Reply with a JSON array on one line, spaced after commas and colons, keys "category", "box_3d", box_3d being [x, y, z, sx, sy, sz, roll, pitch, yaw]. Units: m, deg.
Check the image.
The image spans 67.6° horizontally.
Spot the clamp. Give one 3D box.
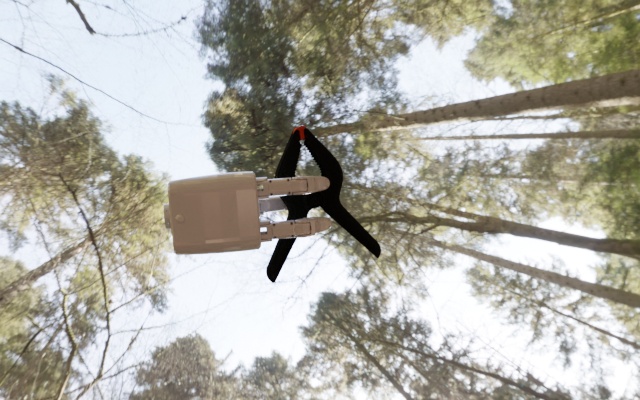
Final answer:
[{"category": "clamp", "box_3d": [0.000, 0.002, 0.659, 0.164, 0.210, 0.036, -5, 6, -12]}]
